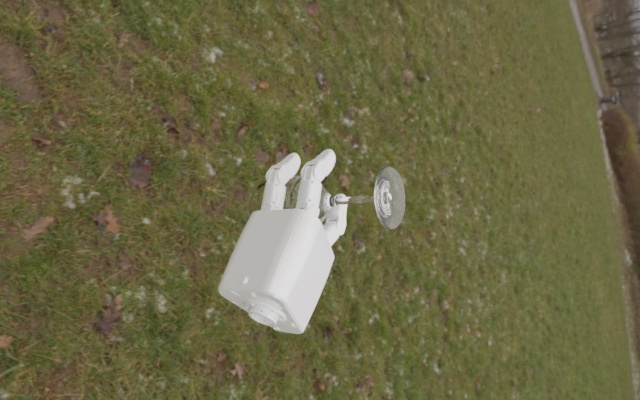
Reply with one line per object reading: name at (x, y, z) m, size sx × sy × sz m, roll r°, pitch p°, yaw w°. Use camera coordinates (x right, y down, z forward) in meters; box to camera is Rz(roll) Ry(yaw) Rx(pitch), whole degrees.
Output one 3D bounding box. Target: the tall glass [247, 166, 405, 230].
tall glass at (0.001, 0.002, 0.608) m, size 0.201 × 0.079 × 0.079 m, roll -3°, pitch -2°, yaw 35°
